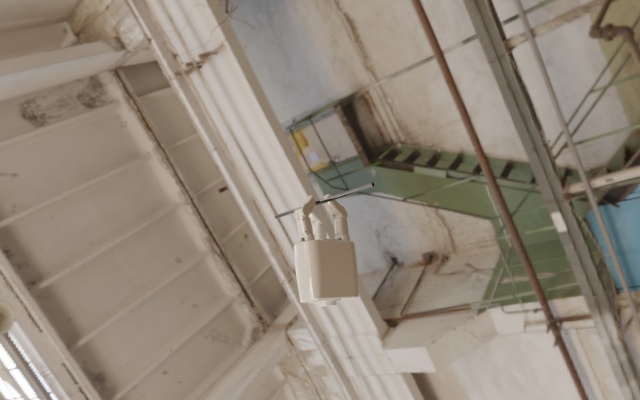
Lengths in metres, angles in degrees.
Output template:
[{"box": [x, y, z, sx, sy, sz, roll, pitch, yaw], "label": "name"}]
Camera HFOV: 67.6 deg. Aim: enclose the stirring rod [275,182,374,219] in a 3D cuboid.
[{"box": [0.000, 0.003, 0.899, 0.239, 0.011, 0.011, -19, -12, 37], "label": "stirring rod"}]
